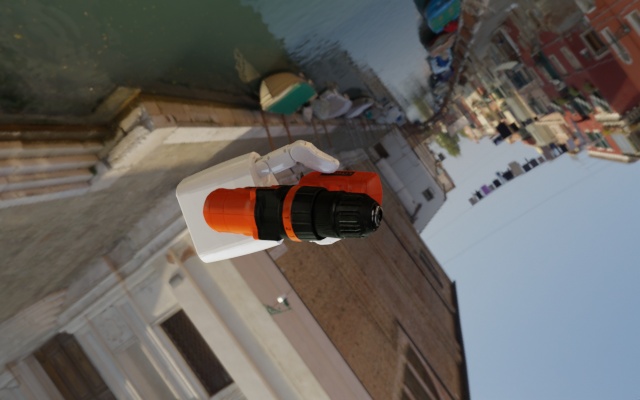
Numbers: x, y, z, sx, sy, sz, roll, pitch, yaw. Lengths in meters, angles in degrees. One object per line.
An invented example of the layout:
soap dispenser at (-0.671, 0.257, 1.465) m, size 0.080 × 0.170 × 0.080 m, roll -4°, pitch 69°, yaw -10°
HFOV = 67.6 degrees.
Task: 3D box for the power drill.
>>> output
power drill at (0.000, 0.002, 0.508) m, size 0.184 × 0.057 × 0.187 m, roll 3°, pitch 7°, yaw 27°
